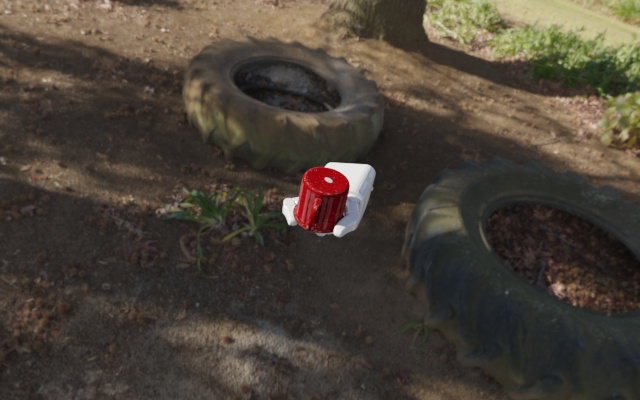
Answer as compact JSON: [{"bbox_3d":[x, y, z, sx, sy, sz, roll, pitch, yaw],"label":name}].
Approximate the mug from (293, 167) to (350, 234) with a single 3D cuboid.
[{"bbox_3d":[0.000,0.003,0.811,0.093,0.082,0.117,19,38,8],"label":"mug"}]
